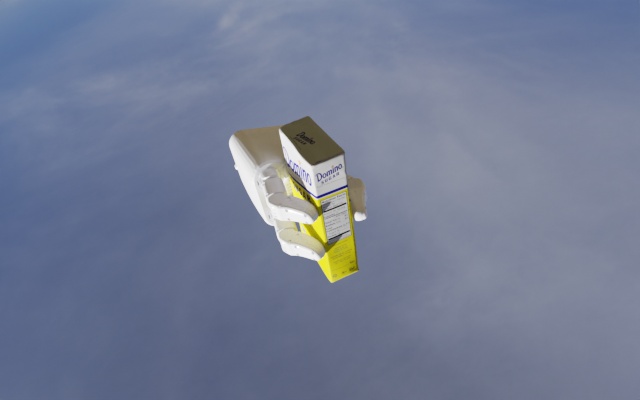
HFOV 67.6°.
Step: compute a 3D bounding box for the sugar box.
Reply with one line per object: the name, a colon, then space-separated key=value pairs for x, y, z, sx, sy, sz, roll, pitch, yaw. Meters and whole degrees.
sugar box: x=0.000 y=0.002 z=0.553 sx=0.048 sy=0.176 sz=0.093 roll=-24 pitch=40 yaw=-13
